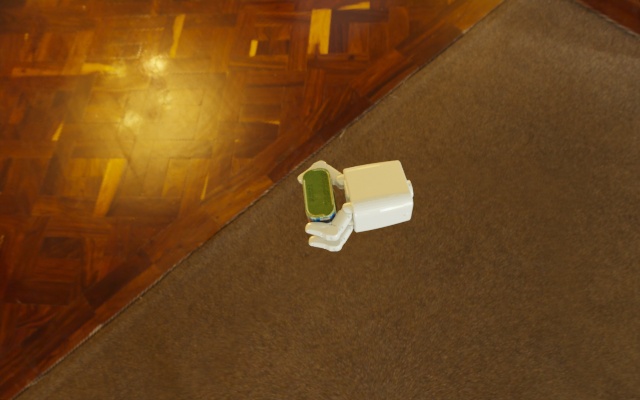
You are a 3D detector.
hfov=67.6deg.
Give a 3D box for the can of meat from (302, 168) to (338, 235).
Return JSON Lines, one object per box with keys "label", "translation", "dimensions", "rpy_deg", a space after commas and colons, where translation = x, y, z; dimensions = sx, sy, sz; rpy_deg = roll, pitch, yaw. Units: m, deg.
{"label": "can of meat", "translation": [0.000, 0.003, 0.866], "dimensions": [0.057, 0.102, 0.084], "rpy_deg": [-9, -26, 2]}
